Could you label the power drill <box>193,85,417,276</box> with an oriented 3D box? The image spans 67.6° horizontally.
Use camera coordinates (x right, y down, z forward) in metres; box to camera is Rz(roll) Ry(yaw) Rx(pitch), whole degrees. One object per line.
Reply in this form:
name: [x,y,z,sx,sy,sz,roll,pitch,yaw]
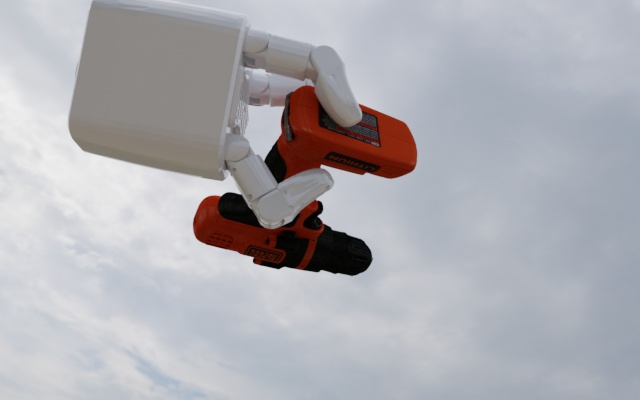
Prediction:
power drill: [0.000,0.001,0.416,0.184,0.057,0.188,15,-43,-23]
